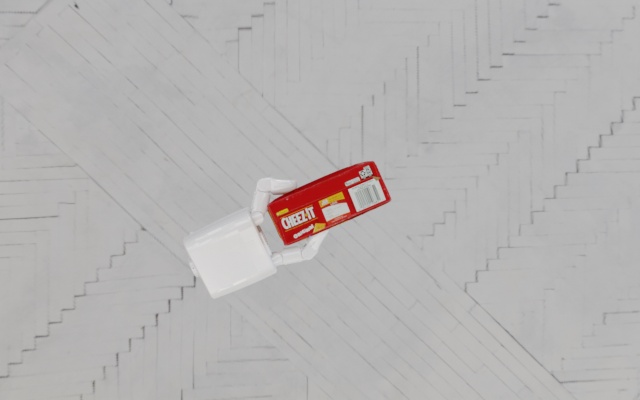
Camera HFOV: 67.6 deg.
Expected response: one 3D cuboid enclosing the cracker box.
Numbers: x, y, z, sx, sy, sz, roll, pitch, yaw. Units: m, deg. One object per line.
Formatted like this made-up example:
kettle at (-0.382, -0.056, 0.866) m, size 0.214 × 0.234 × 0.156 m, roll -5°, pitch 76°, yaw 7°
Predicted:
cracker box at (0.000, 0.003, 0.755) m, size 0.164 × 0.072 × 0.213 m, roll -23°, pitch 3°, yaw -7°
